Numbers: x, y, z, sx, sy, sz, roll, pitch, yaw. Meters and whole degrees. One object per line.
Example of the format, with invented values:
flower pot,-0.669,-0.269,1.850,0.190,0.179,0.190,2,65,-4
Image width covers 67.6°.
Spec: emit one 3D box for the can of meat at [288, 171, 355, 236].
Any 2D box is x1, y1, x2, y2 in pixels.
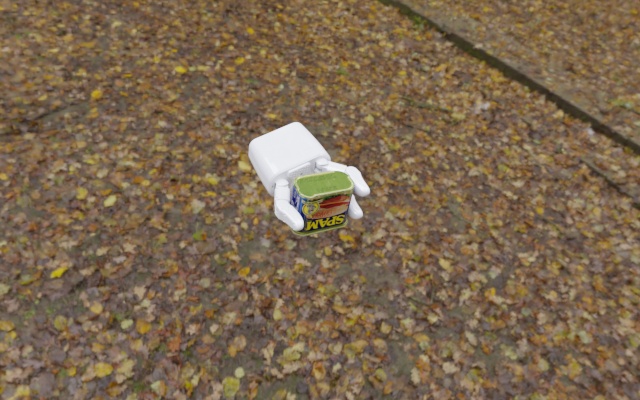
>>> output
can of meat,0.000,0.002,0.768,0.102,0.084,0.057,-11,46,-24
